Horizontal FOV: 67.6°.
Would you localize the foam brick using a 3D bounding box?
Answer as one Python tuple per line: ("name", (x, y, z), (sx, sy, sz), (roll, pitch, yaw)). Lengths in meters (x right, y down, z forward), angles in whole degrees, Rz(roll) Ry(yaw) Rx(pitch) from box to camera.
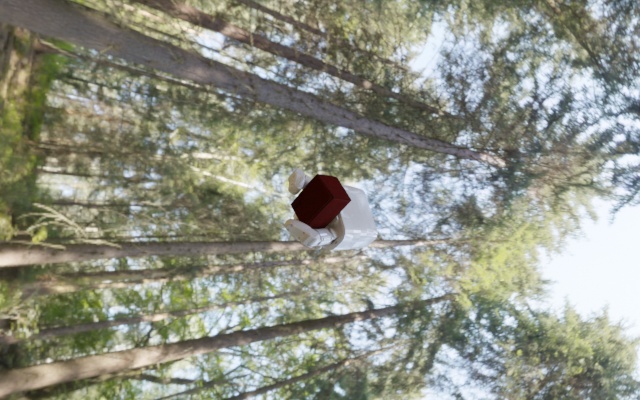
("foam brick", (0.000, 0.002, 0.772), (0.051, 0.053, 0.078), (5, -44, -48))
